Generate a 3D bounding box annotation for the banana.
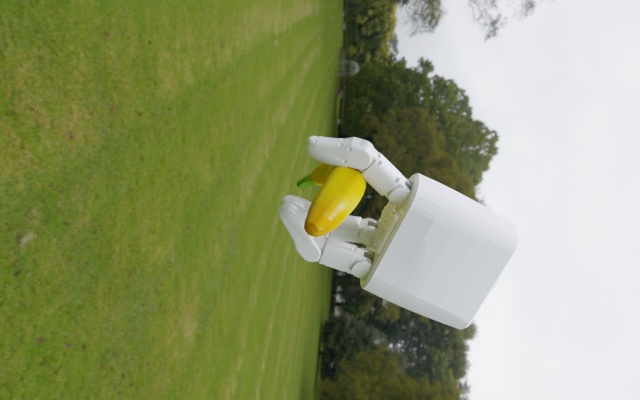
[{"bbox_3d":[0.013,-0.012,0.453,0.069,0.037,0.197,-43,10,5],"label":"banana"}]
